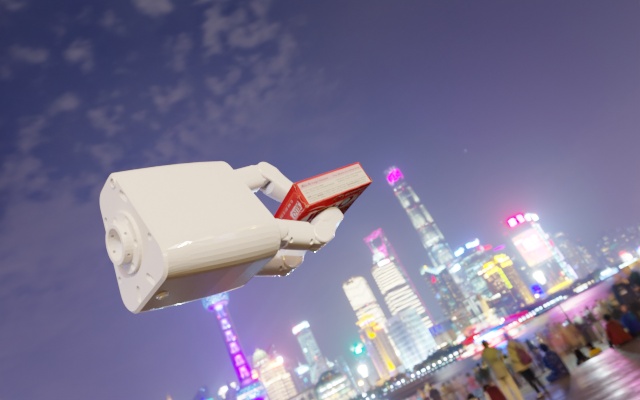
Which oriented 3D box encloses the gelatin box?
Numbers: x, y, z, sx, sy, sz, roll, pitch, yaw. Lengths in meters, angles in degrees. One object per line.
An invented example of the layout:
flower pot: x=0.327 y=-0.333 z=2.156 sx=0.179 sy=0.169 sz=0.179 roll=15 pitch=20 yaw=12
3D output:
gelatin box: x=0.000 y=0.001 z=0.494 sx=0.089 sy=0.030 sz=0.073 roll=-21 pitch=-19 yaw=-35
